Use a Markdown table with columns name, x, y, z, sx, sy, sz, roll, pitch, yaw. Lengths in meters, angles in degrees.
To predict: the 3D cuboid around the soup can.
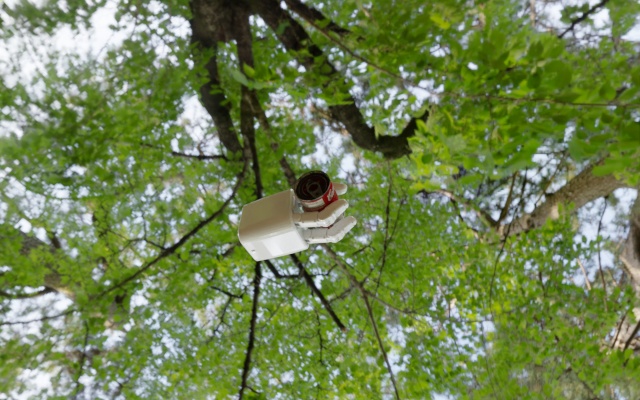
| name | x | y | z | sx | sy | sz | roll | pitch | yaw |
| --- | --- | --- | --- | --- | --- | --- | --- | --- | --- |
| soup can | 0.001 | 0.003 | 0.875 | 0.068 | 0.068 | 0.102 | 0 | -36 | 22 |
